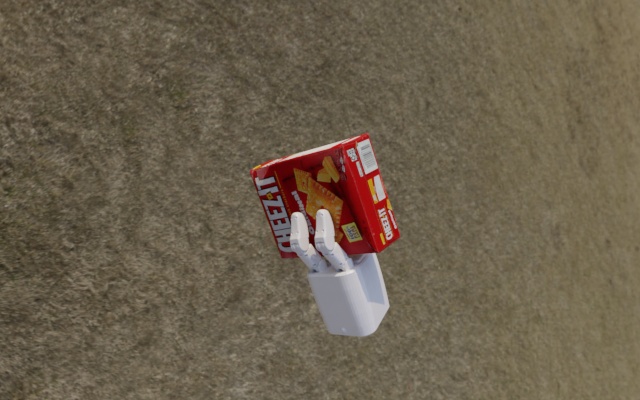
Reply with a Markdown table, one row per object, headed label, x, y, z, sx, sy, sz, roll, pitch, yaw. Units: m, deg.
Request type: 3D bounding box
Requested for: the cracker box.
| label | x | y | z | sx | sy | sz | roll | pitch | yaw |
| --- | --- | --- | --- | --- | --- | --- | --- | --- | --- |
| cracker box | 0.000 | 0.002 | 0.746 | 0.214 | 0.164 | 0.072 | -10 | 13 | 44 |
